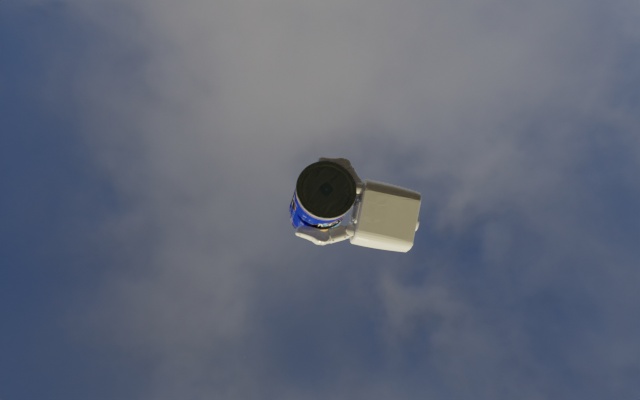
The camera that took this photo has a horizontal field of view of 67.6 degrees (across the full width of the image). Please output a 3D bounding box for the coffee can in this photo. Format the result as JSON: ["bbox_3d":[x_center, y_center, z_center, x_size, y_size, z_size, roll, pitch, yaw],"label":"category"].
[{"bbox_3d":[0.000,0.003,0.857,0.103,0.102,0.140,0,-18,-9],"label":"coffee can"}]
